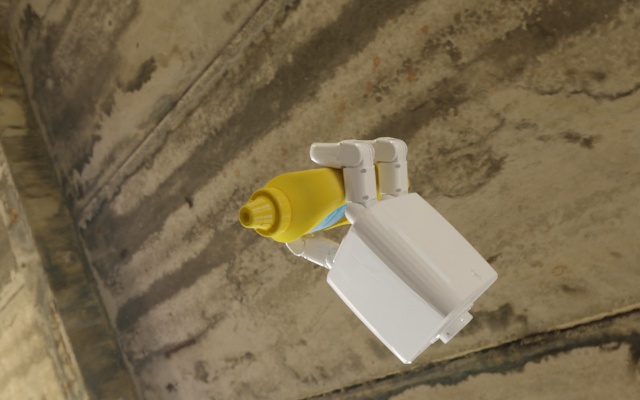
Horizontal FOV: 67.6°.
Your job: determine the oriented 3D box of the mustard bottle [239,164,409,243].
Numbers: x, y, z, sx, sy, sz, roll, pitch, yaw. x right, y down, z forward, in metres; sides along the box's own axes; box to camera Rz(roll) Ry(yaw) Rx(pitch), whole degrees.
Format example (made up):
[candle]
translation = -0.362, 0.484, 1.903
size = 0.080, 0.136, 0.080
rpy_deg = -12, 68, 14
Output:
[mustard bottle]
translation = 0.000, 0.001, 0.455
size = 0.096, 0.058, 0.191
rpy_deg = -30, -11, 38
